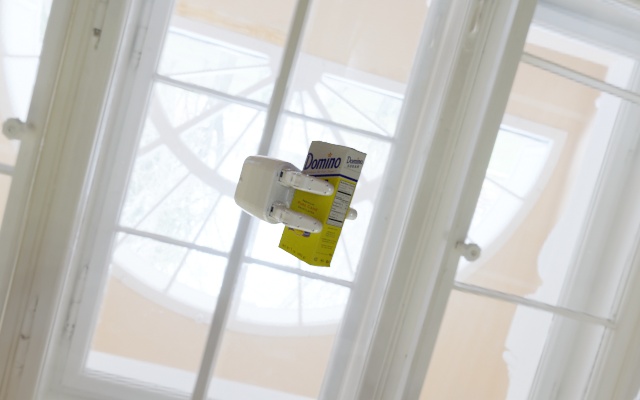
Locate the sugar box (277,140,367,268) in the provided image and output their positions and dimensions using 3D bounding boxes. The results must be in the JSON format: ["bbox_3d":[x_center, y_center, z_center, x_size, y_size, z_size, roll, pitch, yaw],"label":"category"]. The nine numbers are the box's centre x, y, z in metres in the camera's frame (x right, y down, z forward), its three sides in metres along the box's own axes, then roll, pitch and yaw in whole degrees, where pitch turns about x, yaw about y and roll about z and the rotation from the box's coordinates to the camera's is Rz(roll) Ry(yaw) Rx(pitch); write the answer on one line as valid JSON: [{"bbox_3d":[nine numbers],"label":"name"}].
[{"bbox_3d":[0.000,0.002,0.706,0.048,0.176,0.093,13,4,-39],"label":"sugar box"}]
